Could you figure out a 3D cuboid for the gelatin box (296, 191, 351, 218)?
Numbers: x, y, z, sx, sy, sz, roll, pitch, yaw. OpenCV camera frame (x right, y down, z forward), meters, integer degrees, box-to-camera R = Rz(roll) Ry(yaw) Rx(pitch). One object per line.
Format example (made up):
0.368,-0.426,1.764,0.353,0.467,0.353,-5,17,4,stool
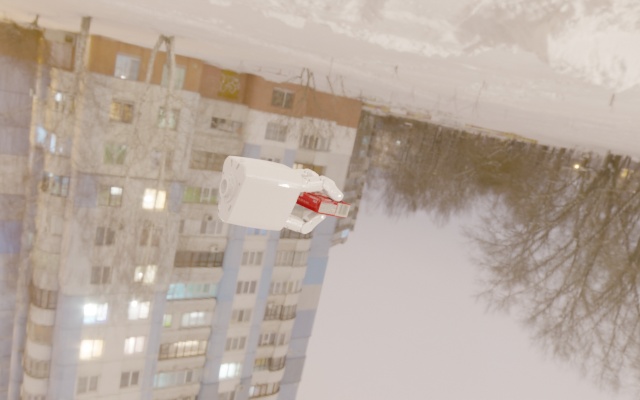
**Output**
0.000,0.003,0.877,0.073,0.030,0.089,24,8,41,gelatin box
